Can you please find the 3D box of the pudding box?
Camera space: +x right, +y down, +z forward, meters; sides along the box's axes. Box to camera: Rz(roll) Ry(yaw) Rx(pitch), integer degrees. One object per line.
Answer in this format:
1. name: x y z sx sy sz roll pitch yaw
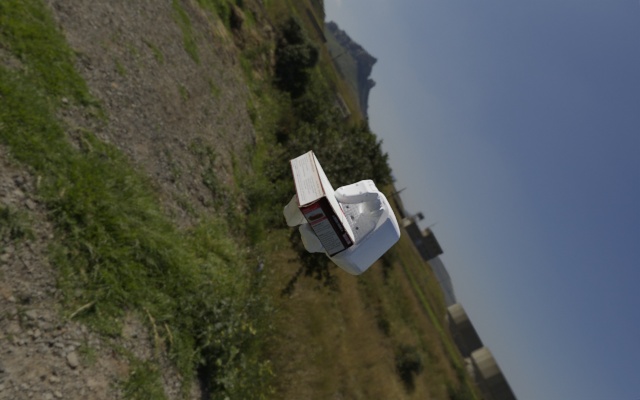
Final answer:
1. pudding box: 0.000 0.002 0.607 0.039 0.090 0.113 -28 34 6
